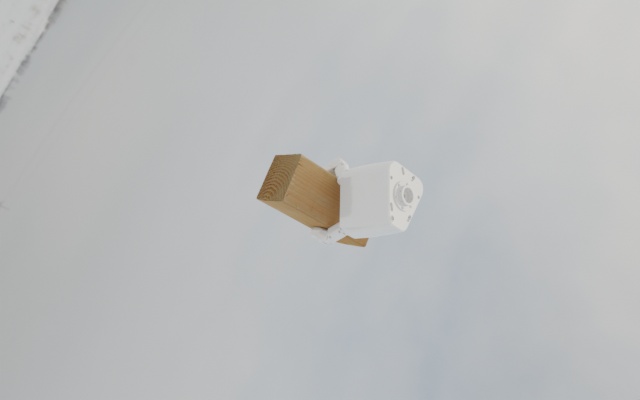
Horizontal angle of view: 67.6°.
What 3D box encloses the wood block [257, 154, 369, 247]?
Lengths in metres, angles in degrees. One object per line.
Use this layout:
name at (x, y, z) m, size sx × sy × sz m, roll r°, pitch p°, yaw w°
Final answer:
wood block at (0.000, 0.003, 0.876) m, size 0.206 × 0.091 × 0.090 m, roll 31°, pitch -15°, yaw -34°
